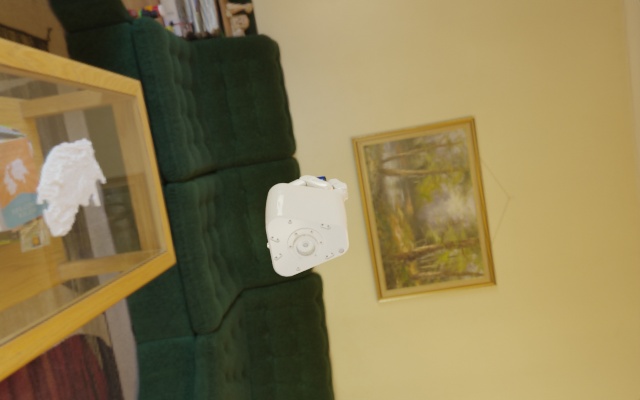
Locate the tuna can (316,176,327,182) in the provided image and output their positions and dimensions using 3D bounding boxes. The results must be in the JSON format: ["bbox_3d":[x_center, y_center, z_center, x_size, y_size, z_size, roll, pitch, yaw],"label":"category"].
[{"bbox_3d":[0.001,0.002,0.801,0.034,0.086,0.086,-11,0,-1],"label":"tuna can"}]
